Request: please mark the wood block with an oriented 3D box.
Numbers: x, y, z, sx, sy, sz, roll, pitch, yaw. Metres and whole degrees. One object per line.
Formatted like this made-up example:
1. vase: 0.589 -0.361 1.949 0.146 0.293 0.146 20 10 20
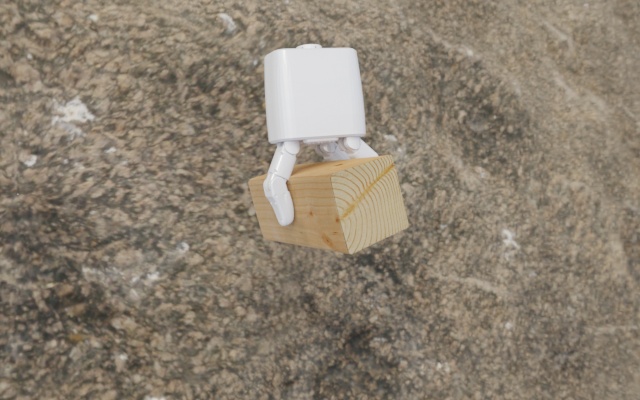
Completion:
1. wood block: 0.000 0.002 0.604 0.091 0.090 0.206 -20 11 -31
